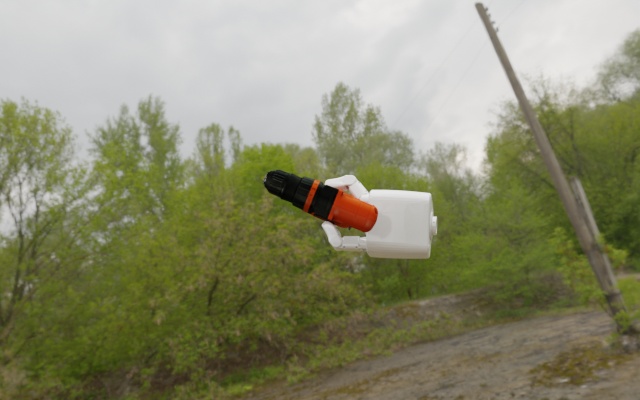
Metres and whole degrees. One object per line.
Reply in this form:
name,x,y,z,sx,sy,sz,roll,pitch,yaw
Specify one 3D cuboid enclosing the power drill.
power drill,0.000,0.003,0.802,0.184,0.057,0.187,23,-1,2
